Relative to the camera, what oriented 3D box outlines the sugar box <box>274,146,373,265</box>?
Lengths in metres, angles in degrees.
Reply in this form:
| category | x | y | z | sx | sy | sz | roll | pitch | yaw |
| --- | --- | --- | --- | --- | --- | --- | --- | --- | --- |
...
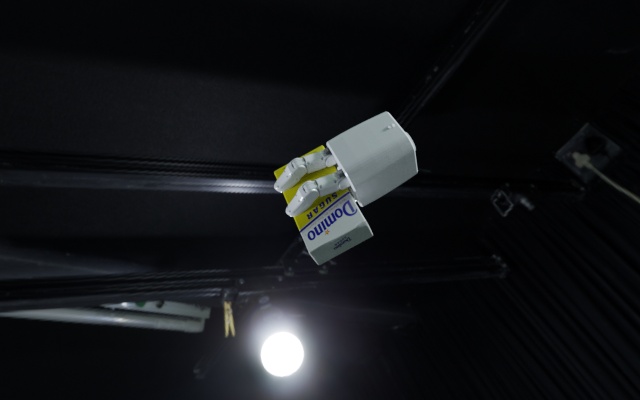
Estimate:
| category | x | y | z | sx | sy | sz | roll | pitch | yaw |
| --- | --- | --- | --- | --- | --- | --- | --- | --- | --- |
| sugar box | 0.000 | 0.002 | 0.725 | 0.093 | 0.176 | 0.048 | -29 | -42 | 2 |
